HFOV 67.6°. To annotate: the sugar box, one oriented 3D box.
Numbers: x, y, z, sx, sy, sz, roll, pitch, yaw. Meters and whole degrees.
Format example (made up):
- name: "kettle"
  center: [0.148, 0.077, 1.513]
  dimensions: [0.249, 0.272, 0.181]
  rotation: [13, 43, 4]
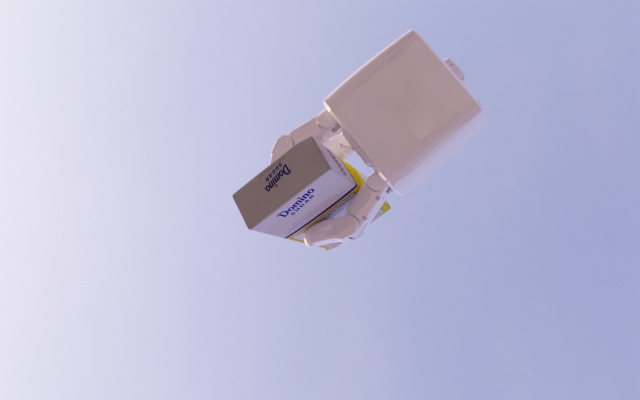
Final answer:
- name: "sugar box"
  center: [0.000, 0.001, 0.482]
  dimensions: [0.093, 0.048, 0.176]
  rotation: [-36, -26, 13]
